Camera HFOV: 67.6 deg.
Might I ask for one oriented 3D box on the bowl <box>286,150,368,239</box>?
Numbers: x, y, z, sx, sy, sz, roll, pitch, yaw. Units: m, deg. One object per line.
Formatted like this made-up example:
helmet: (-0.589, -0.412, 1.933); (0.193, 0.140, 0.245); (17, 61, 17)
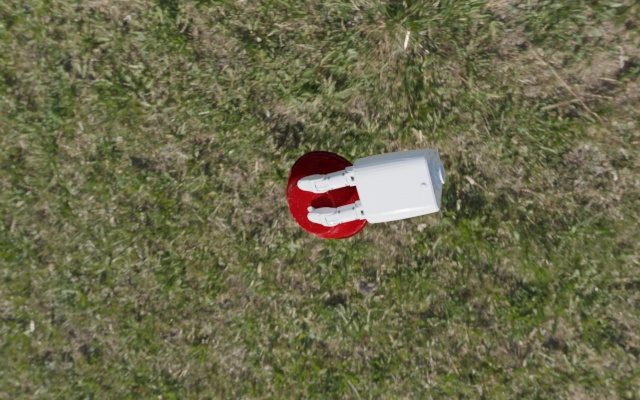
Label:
bowl: (-0.001, 0.003, 0.783); (0.162, 0.162, 0.055); (0, 24, 34)
